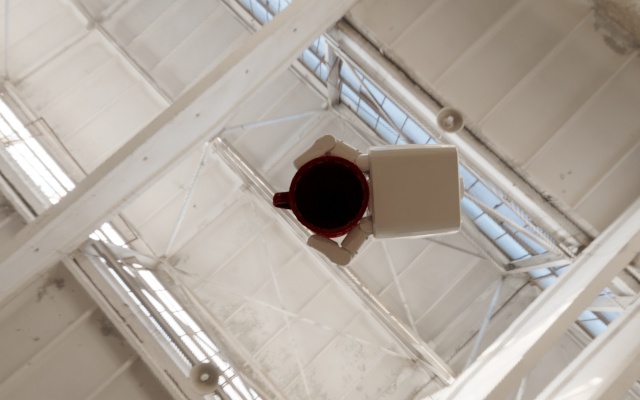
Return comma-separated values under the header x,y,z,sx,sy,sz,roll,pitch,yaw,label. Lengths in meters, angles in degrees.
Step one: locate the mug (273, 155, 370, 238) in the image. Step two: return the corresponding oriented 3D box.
x,y,z,sx,sy,sz,roll,pitch,yaw,label
-0.001,0.002,0.585,0.117,0.093,0.081,-3,-13,3,mug
